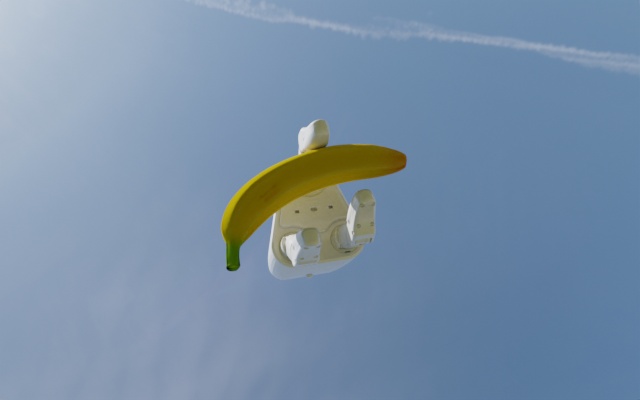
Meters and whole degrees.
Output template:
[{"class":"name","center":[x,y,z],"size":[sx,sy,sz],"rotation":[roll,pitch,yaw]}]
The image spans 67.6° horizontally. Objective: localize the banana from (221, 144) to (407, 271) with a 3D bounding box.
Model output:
[{"class":"banana","center":[-0.014,-0.011,0.431],"size":[0.197,0.069,0.037],"rotation":[-32,-18,-21]}]
